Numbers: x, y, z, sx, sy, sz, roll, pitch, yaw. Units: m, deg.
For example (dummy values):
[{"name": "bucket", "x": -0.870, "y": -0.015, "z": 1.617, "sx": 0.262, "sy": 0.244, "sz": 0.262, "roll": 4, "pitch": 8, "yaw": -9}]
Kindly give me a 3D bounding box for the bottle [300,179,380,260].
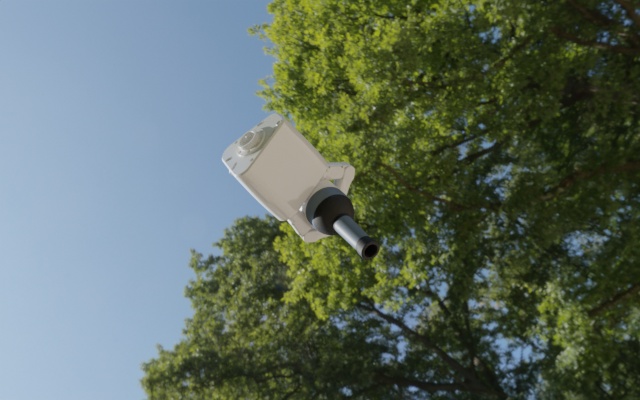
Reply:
[{"name": "bottle", "x": 0.000, "y": 0.002, "z": 0.722, "sx": 0.069, "sy": 0.069, "sz": 0.295, "roll": 0, "pitch": 25, "yaw": -29}]
